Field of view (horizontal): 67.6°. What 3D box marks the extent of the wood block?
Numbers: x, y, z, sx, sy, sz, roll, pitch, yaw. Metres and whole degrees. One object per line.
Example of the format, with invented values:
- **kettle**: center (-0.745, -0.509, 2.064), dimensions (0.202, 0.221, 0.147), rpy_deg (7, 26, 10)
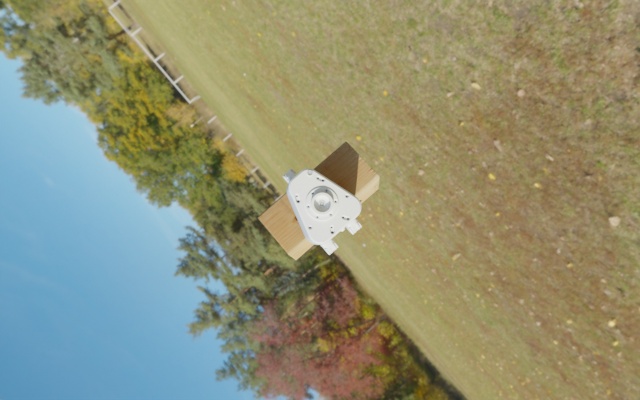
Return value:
- **wood block**: center (0.000, 0.003, 0.864), dimensions (0.206, 0.091, 0.090), rpy_deg (-40, -14, -4)
